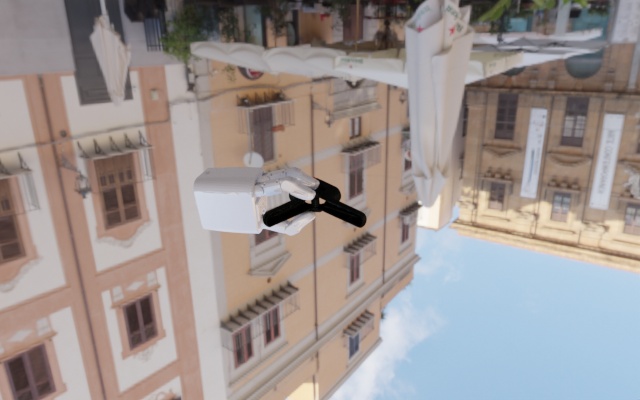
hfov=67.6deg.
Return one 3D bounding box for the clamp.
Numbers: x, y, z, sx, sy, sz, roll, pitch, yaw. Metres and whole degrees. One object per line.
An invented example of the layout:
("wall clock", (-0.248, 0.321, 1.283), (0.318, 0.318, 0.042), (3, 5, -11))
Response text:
("clamp", (0.000, 0.003, 0.838), (0.164, 0.036, 0.210), (4, 19, 6))
